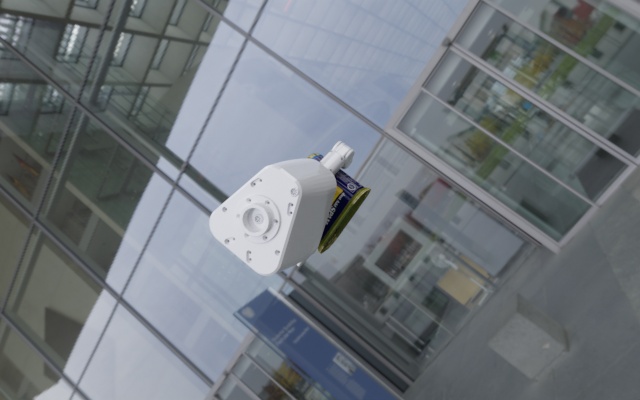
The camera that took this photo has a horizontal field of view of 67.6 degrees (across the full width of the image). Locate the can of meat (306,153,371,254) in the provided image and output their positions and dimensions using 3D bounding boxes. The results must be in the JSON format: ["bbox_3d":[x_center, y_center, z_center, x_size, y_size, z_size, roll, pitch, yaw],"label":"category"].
[{"bbox_3d":[0.000,0.002,0.613,0.084,0.102,0.057,38,19,11],"label":"can of meat"}]
